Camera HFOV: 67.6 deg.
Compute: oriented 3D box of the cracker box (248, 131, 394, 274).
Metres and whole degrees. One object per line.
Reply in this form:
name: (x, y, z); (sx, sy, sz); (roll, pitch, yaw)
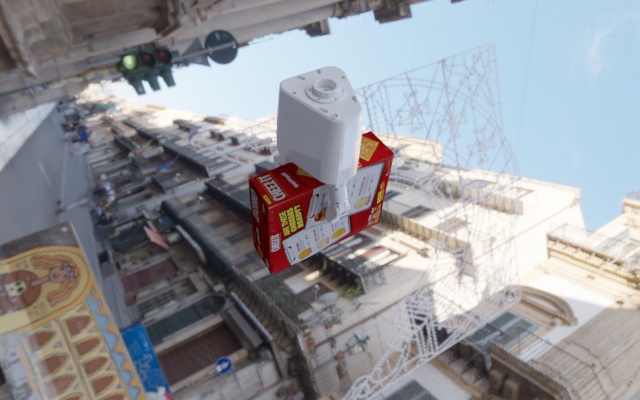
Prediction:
cracker box: (0.000, 0.002, 0.738); (0.213, 0.164, 0.072); (-23, 54, -23)
